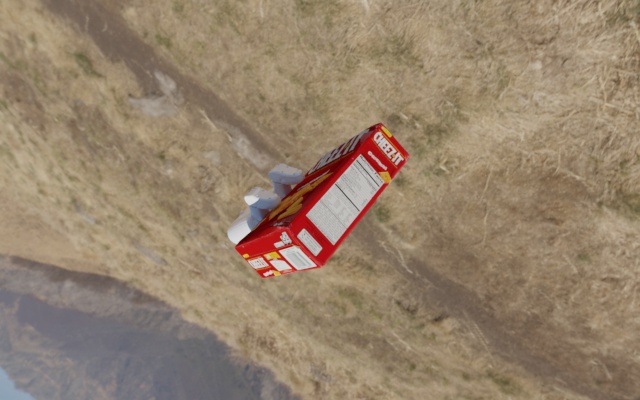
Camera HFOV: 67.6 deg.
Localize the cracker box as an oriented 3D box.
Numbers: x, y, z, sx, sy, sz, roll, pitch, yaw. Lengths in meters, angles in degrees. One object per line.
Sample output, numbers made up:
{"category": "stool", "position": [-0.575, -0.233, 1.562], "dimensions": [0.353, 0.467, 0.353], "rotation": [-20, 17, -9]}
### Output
{"category": "cracker box", "position": [0.000, 0.002, 0.648], "dimensions": [0.213, 0.072, 0.164], "rotation": [-49, 14, -31]}
